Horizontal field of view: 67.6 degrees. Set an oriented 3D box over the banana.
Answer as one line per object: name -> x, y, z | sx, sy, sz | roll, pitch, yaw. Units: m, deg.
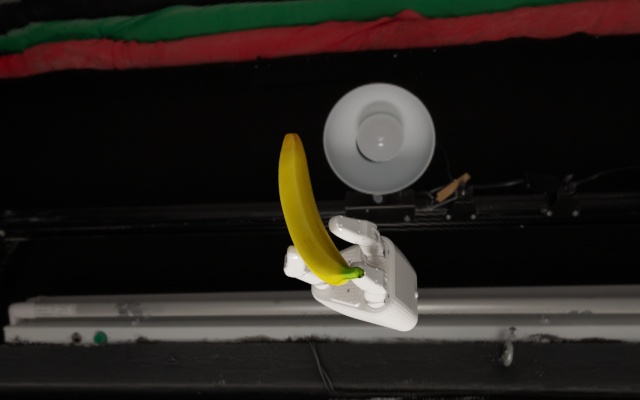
banana -> -0.009, 0.016, 0.509 | 0.037, 0.197, 0.070 | 9, -47, -43
